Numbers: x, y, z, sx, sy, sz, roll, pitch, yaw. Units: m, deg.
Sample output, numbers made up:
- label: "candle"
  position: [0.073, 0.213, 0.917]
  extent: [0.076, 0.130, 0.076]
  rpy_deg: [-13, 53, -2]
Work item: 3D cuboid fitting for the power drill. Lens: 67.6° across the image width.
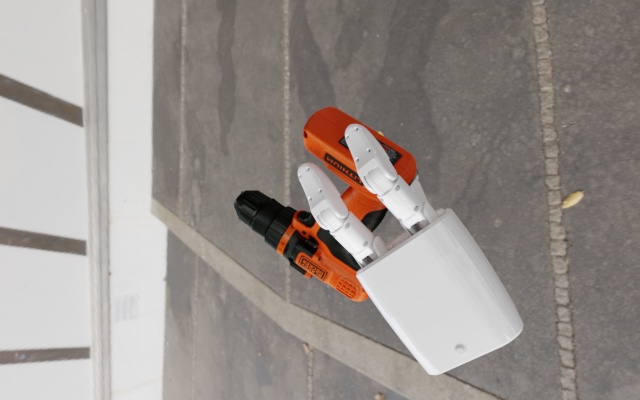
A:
- label: "power drill"
  position: [0.000, 0.001, 0.481]
  extent: [0.184, 0.188, 0.057]
  rpy_deg: [32, 48, 9]
